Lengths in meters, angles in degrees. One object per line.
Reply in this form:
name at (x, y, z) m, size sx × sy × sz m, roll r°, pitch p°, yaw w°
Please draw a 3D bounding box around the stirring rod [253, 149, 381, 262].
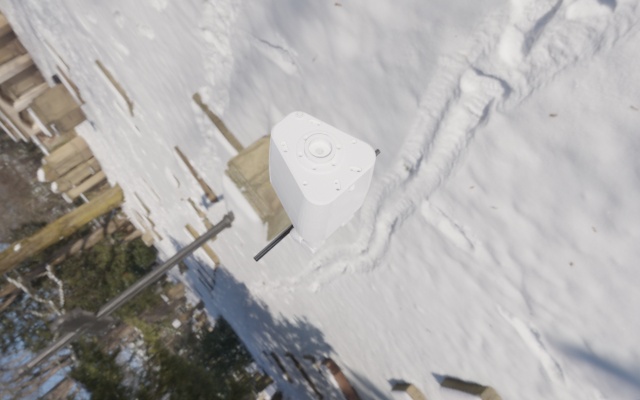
stirring rod at (0.000, 0.002, 0.661) m, size 0.239 × 0.011 × 0.011 m, roll -41°, pitch 16°, yaw -19°
